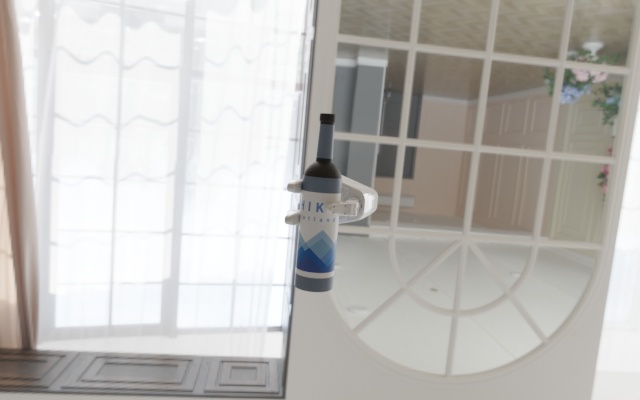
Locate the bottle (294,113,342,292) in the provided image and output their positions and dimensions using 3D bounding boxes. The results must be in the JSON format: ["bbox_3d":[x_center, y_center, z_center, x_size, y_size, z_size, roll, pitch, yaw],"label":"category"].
[{"bbox_3d":[0.000,0.003,0.806,0.069,0.296,0.069,5,7,-1],"label":"bottle"}]
